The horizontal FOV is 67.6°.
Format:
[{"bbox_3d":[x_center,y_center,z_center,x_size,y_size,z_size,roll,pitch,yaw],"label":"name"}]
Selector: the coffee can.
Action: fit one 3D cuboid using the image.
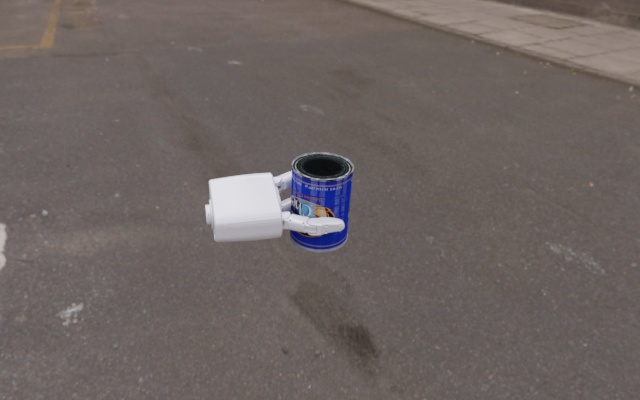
[{"bbox_3d":[0.000,0.003,0.811,0.103,0.140,0.102,3,31,-2],"label":"coffee can"}]
